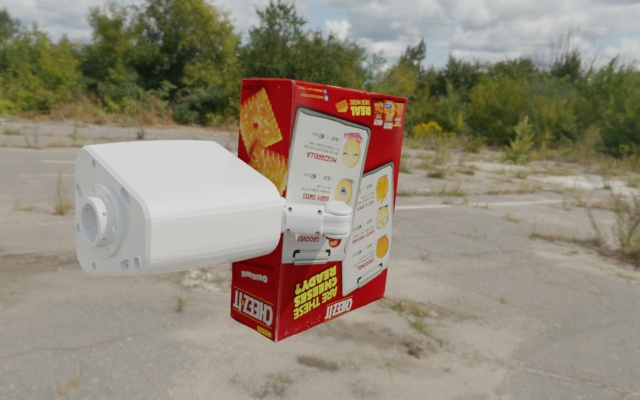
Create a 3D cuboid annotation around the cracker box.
[{"bbox_3d":[0.000,0.001,0.453,0.072,0.214,0.164,14,14,40],"label":"cracker box"}]
